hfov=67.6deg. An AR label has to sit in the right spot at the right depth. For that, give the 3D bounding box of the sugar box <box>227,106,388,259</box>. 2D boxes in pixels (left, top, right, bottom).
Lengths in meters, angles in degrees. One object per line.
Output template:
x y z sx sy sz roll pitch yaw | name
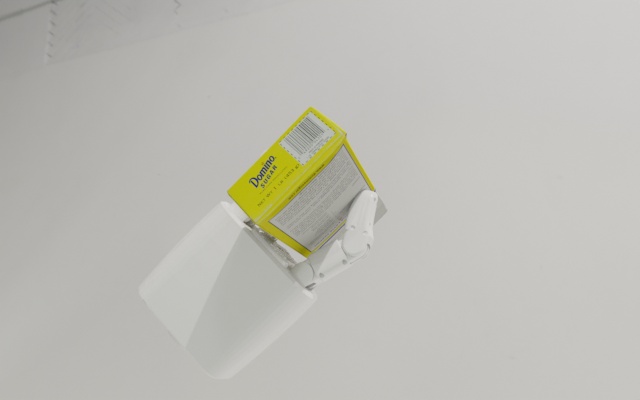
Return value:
0.000 0.001 0.421 0.048 0.093 0.176 44 -2 24 | sugar box
